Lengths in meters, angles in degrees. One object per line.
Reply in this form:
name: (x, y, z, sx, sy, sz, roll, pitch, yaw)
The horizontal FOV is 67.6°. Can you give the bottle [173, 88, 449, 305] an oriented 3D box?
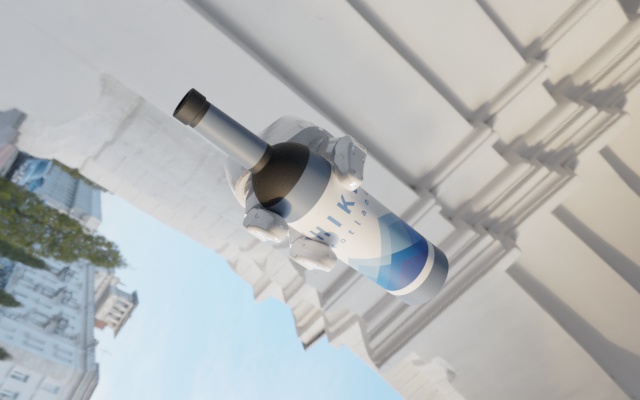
bottle: (0.000, 0.002, 0.434, 0.296, 0.069, 0.069, 36, -18, -26)
